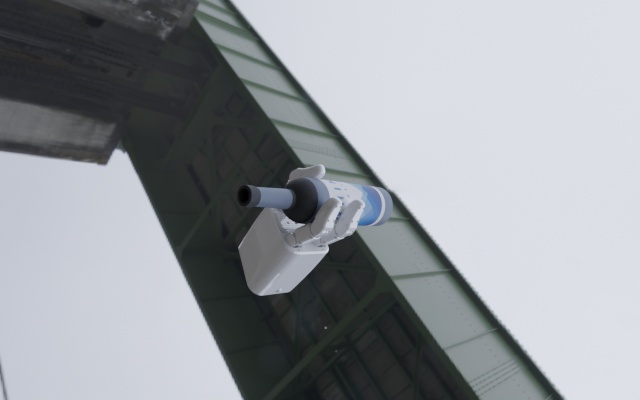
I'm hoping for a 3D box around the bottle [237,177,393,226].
[{"bbox_3d":[0.000,0.002,0.704,0.069,0.069,0.296,0,-3,40],"label":"bottle"}]
